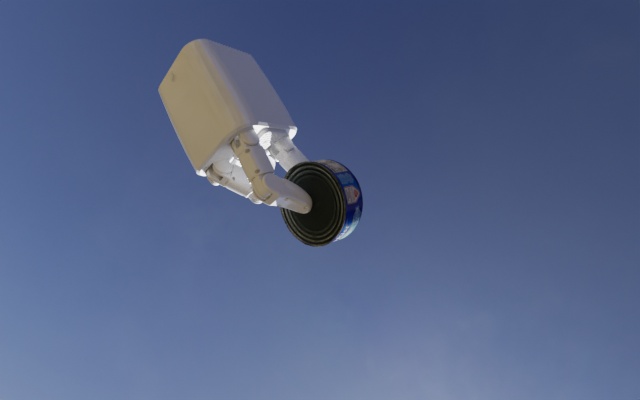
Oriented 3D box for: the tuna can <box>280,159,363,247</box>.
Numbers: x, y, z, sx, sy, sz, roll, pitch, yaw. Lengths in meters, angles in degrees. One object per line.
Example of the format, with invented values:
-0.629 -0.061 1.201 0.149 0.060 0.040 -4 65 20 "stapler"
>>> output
0.000 0.002 0.484 0.086 0.086 0.034 0 9 40 "tuna can"
